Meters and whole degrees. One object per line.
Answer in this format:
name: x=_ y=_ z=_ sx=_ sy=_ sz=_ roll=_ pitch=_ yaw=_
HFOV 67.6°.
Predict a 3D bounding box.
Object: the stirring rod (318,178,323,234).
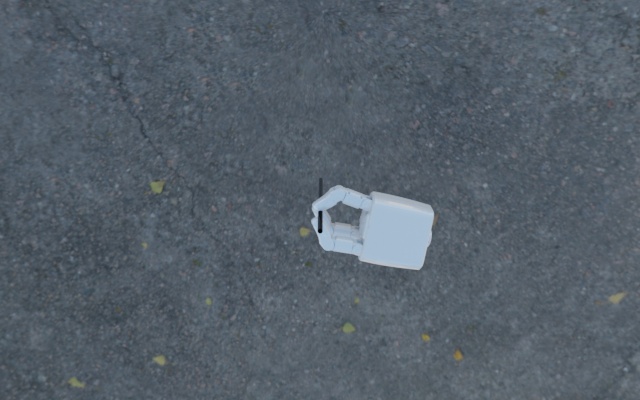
stirring rod: x=0.000 y=0.003 z=0.838 sx=0.011 sy=0.011 sz=0.239 roll=0 pitch=22 yaw=0
